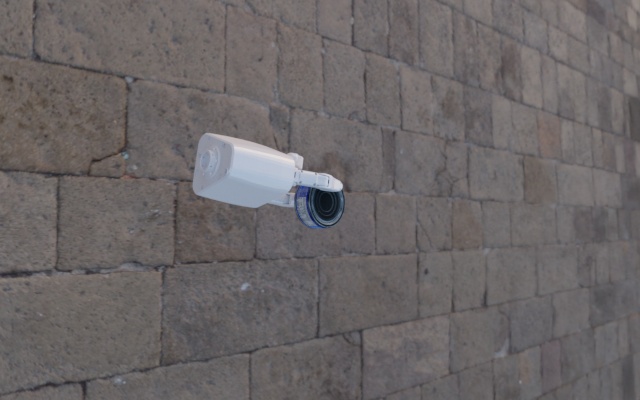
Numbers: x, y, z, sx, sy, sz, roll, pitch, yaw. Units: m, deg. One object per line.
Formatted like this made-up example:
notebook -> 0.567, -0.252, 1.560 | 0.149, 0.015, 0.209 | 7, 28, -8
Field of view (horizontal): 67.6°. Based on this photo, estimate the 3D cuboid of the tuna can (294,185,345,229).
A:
tuna can -> 0.001, 0.002, 0.766 | 0.034, 0.086, 0.086 | -3, -2, 45
